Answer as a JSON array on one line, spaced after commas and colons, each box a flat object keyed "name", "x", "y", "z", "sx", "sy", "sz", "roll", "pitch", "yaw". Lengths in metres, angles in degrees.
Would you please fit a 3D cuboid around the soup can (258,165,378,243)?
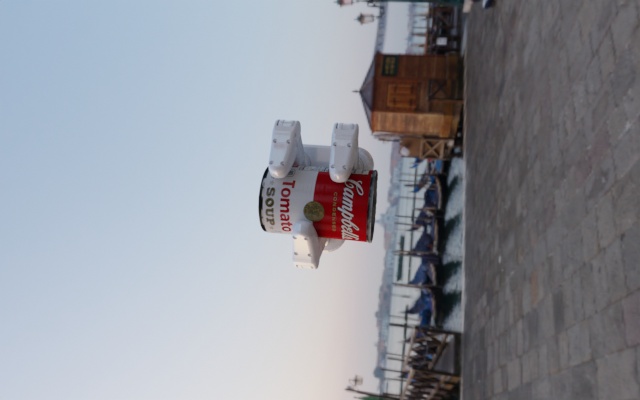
[{"name": "soup can", "x": 0.000, "y": 0.002, "z": 0.448, "sx": 0.102, "sy": 0.068, "sz": 0.068, "roll": 5, "pitch": 1, "yaw": 9}]
